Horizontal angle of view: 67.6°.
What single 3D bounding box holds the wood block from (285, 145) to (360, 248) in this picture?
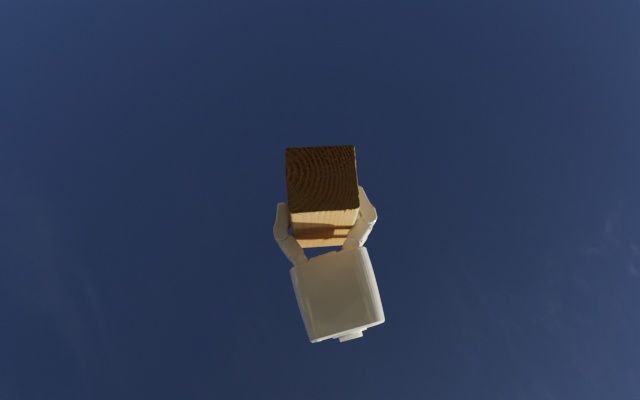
[{"bbox_3d":[0.000,0.003,0.694,0.091,0.090,0.206,-4,-17,-3],"label":"wood block"}]
